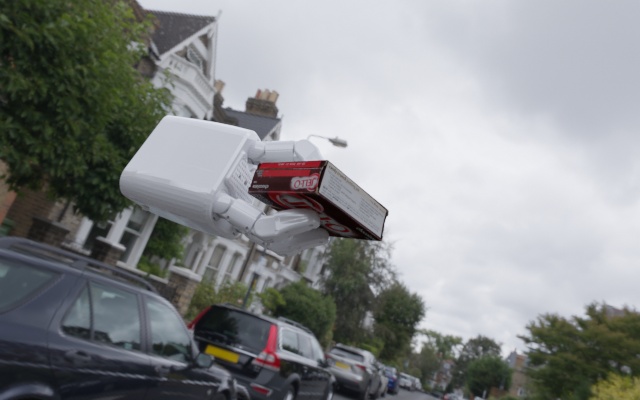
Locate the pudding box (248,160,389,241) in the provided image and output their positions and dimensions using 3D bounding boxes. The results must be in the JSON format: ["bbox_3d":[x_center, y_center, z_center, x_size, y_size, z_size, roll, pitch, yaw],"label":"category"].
[{"bbox_3d":[0.000,0.001,0.467,0.090,0.039,0.113,3,-21,42],"label":"pudding box"}]
